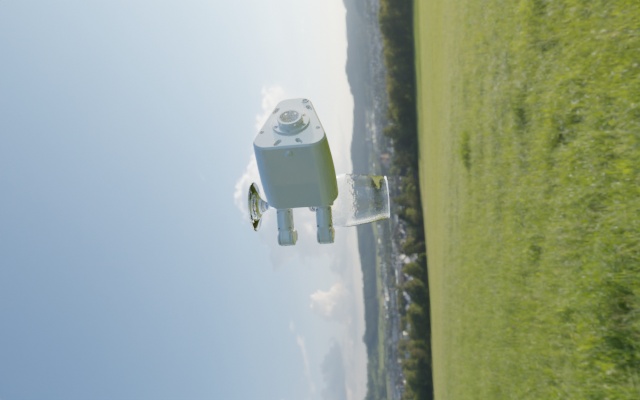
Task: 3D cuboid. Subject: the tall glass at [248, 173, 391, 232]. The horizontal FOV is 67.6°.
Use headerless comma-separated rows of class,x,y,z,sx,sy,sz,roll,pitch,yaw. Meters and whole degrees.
tall glass,-0.001,0.002,0.701,0.201,0.079,0.079,-4,-1,7
